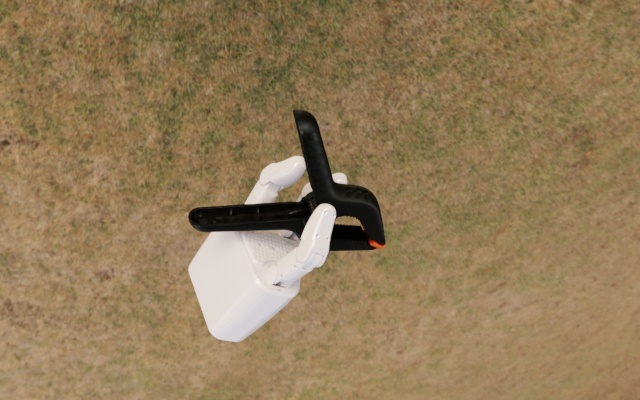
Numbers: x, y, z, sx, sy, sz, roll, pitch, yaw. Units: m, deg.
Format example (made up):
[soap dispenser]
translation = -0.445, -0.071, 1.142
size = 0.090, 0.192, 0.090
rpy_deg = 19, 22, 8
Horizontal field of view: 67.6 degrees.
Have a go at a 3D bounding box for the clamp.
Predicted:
[clamp]
translation = 0.000, 0.002, 0.476
size = 0.210, 0.036, 0.165
rpy_deg = 20, -50, -34
